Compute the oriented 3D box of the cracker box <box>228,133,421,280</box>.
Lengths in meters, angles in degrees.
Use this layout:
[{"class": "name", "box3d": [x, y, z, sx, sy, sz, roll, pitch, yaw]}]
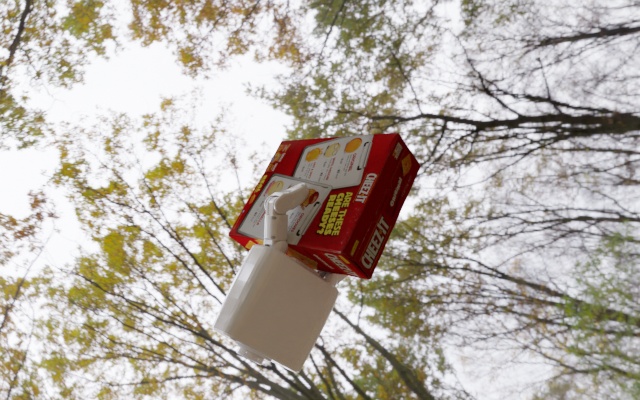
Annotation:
[{"class": "cracker box", "box3d": [0.000, 0.002, 0.612, 0.213, 0.164, 0.072, 4, -31, 45]}]
